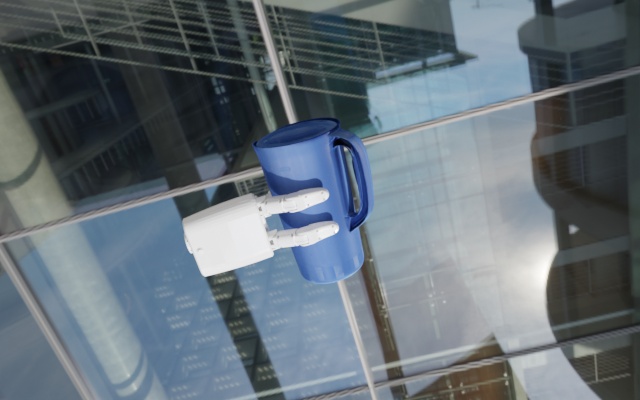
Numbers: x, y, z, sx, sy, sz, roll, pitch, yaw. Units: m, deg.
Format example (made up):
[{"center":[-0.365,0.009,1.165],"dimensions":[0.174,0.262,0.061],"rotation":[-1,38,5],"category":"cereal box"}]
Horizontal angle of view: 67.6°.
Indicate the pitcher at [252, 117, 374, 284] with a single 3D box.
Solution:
[{"center":[0.000,0.002,0.733],"dimensions":[0.145,0.243,0.149],"rotation":[-18,21,-8],"category":"pitcher"}]
